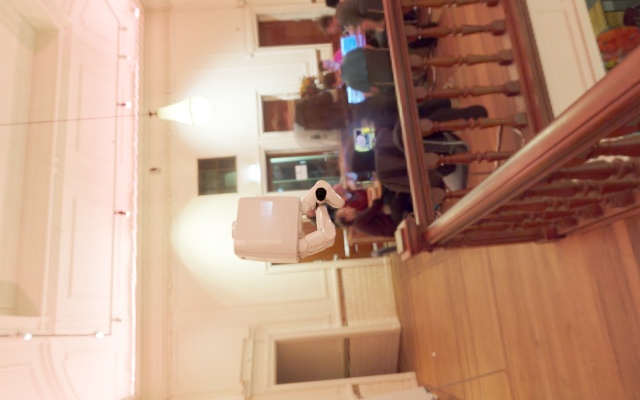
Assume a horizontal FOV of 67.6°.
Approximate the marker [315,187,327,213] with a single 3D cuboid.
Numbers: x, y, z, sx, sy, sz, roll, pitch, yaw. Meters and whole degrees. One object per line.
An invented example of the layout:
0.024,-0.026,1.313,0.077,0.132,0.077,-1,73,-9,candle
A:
0.000,0.003,0.804,0.020,0.020,0.121,0,-16,-1,marker
